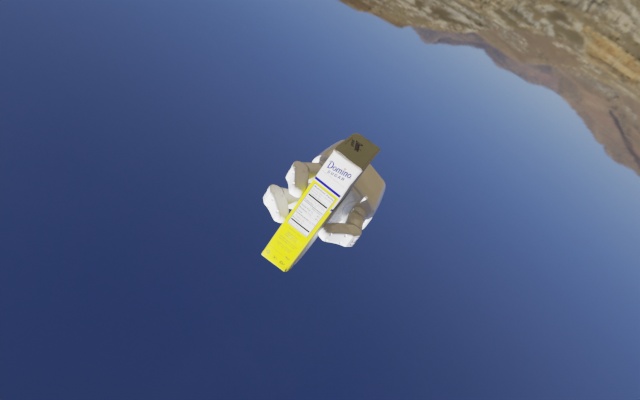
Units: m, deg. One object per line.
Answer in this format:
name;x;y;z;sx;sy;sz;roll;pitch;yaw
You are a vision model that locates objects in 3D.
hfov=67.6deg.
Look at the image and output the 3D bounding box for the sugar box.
sugar box;0.000;0.002;0.595;0.048;0.176;0.093;36;28;4
